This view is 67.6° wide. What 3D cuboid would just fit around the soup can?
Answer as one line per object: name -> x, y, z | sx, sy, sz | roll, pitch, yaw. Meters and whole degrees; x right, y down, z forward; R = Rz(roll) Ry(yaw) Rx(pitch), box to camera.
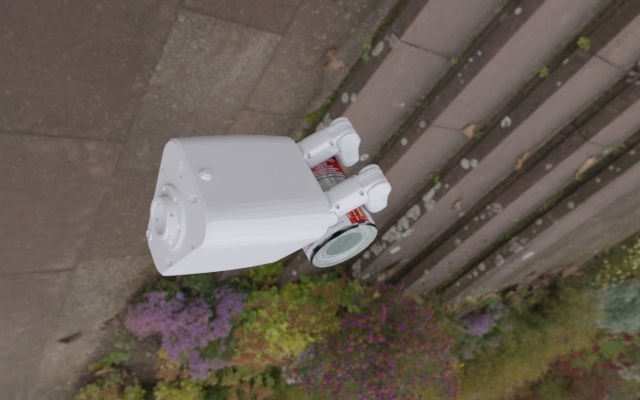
soup can -> 0.001, 0.002, 0.444 | 0.068, 0.102, 0.068 | -23, -27, -12
